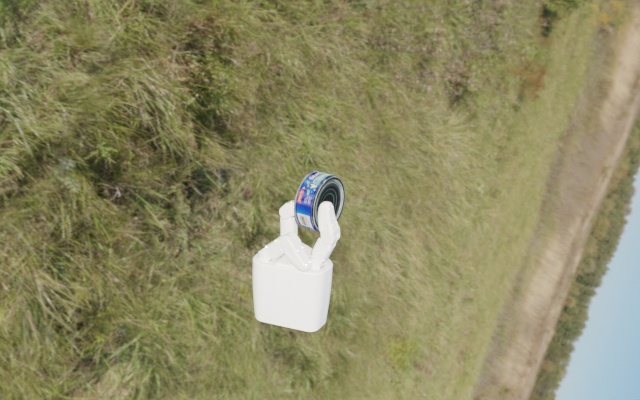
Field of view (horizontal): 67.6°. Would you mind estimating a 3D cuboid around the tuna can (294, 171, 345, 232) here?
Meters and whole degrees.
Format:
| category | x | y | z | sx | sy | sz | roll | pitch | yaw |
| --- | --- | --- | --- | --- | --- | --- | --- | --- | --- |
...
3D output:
| category | x | y | z | sx | sy | sz | roll | pitch | yaw |
| --- | --- | --- | --- | --- | --- | --- | --- | --- | --- |
| tuna can | 0.001 | 0.002 | 0.691 | 0.033 | 0.086 | 0.086 | 15 | 8 | 32 |
